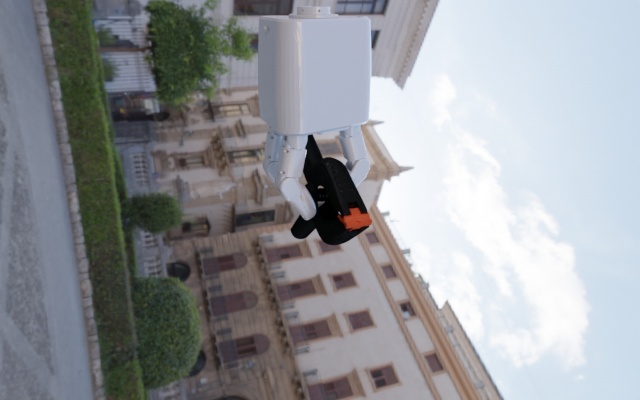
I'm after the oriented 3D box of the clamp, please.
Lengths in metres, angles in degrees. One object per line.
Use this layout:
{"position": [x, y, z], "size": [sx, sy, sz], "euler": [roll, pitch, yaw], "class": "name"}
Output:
{"position": [0.001, 0.002, 0.544], "size": [0.036, 0.165, 0.210], "euler": [-8, 24, -18], "class": "clamp"}
